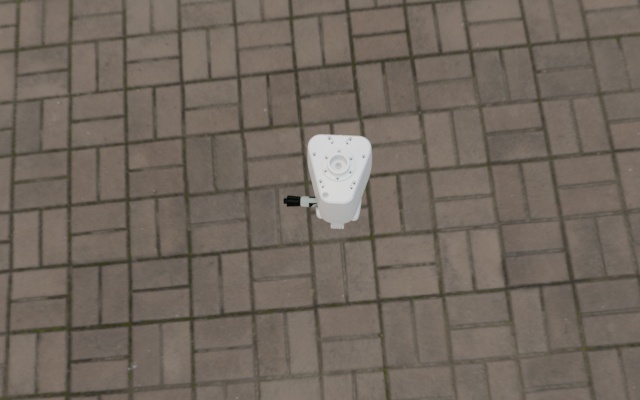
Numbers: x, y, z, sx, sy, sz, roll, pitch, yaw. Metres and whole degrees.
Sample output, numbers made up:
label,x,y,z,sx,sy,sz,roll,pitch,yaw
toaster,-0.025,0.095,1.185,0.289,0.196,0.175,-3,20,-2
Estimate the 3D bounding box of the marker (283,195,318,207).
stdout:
label,x,y,z,sx,sy,sz,roll,pitch,yaw
marker,0.000,0.003,0.778,0.121,0.020,0.020,2,0,3
